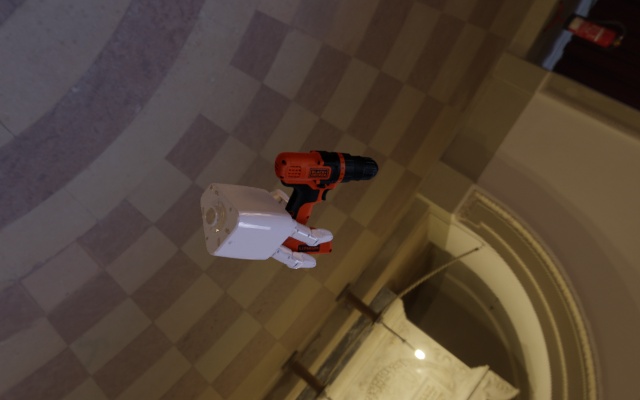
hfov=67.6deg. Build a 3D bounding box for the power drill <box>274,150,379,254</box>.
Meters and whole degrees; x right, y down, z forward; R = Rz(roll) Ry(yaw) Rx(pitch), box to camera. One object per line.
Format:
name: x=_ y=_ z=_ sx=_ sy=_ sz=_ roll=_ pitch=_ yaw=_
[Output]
power drill: x=0.000 y=0.003 z=0.829 sx=0.184 sy=0.188 sz=0.057 roll=1 pitch=27 yaw=-22
